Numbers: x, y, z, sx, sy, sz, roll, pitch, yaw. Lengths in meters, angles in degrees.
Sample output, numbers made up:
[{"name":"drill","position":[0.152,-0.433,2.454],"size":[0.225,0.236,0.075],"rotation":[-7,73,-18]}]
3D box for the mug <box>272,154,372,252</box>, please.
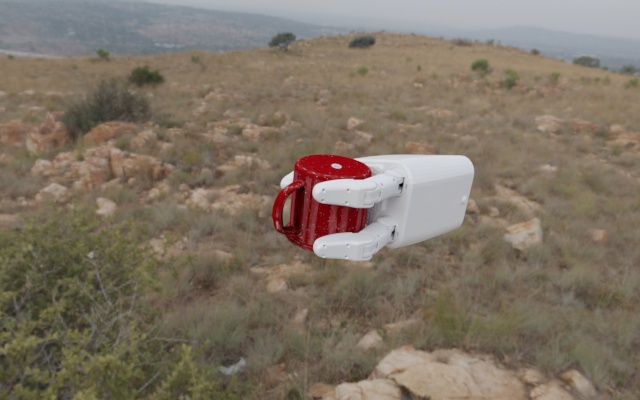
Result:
[{"name":"mug","position":[-0.001,0.002,0.500],"size":[0.117,0.081,0.093],"rotation":[-10,26,-35]}]
